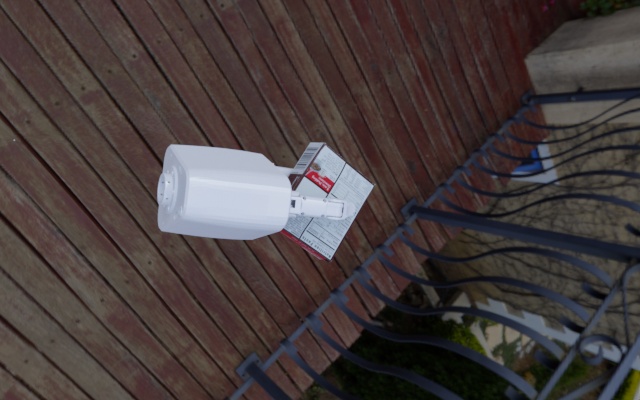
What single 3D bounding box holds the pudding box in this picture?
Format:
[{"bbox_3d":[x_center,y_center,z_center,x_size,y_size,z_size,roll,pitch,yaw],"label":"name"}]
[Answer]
[{"bbox_3d":[0.000,0.002,0.559,0.090,0.113,0.039,38,-12,-26],"label":"pudding box"}]
